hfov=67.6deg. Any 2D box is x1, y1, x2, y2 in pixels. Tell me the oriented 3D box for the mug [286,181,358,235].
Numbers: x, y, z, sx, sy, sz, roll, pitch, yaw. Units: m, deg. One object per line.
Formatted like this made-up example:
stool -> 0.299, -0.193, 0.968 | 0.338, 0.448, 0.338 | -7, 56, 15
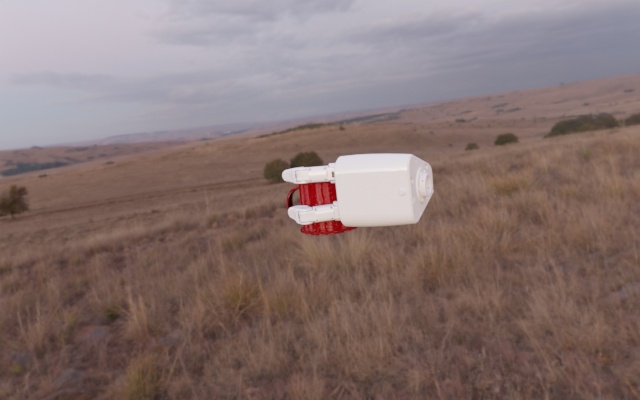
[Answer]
mug -> -0.001, 0.002, 0.734 | 0.117, 0.081, 0.093 | -1, 11, 29
